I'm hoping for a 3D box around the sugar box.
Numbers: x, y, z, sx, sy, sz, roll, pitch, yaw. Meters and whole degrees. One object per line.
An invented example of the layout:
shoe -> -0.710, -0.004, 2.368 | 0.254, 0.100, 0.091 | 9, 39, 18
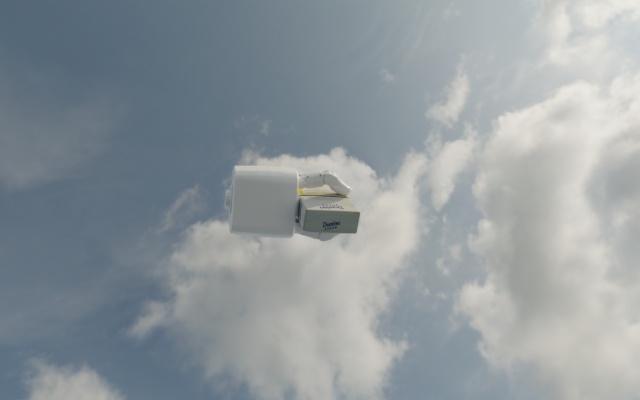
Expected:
sugar box -> 0.000, 0.003, 0.838 | 0.093, 0.048, 0.176 | 3, 23, -14
